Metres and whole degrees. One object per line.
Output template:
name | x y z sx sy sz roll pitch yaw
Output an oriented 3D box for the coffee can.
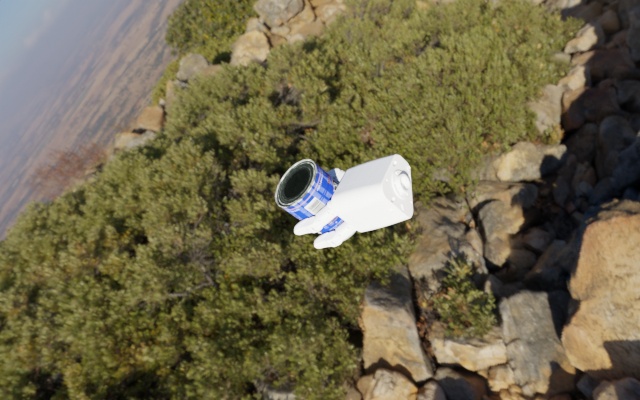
coffee can | 0.000 0.003 0.897 0.140 0.102 0.103 37 -23 -34
